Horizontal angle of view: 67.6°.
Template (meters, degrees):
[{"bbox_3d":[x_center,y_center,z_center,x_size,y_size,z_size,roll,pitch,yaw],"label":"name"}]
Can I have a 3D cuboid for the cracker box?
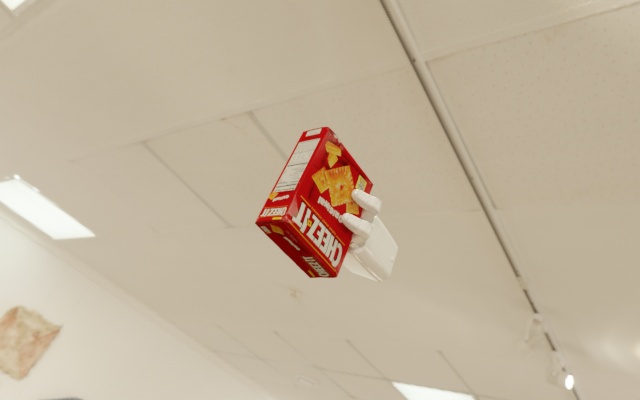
[{"bbox_3d":[0.000,0.003,0.836,0.072,0.213,0.164,-8,-44,39],"label":"cracker box"}]
